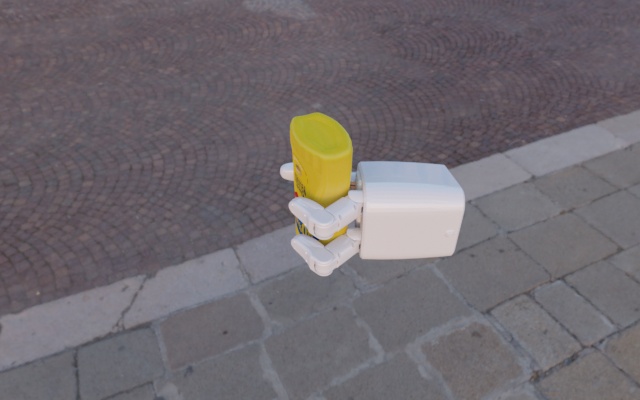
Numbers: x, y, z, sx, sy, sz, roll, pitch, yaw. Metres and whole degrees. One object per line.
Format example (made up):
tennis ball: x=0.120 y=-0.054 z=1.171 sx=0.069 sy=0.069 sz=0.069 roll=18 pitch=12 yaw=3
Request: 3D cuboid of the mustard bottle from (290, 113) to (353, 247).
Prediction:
mustard bottle: x=0.000 y=0.002 z=0.559 sx=0.058 sy=0.192 sz=0.096 roll=-16 pitch=42 yaw=-18
